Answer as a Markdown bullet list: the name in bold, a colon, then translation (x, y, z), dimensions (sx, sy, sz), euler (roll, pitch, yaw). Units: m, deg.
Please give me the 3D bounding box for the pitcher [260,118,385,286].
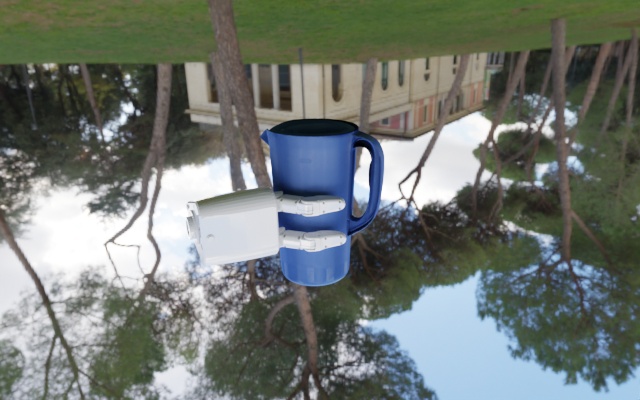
- **pitcher**: translation (0.000, 0.002, 0.720), dimensions (0.145, 0.243, 0.149), euler (-10, 22, -23)
